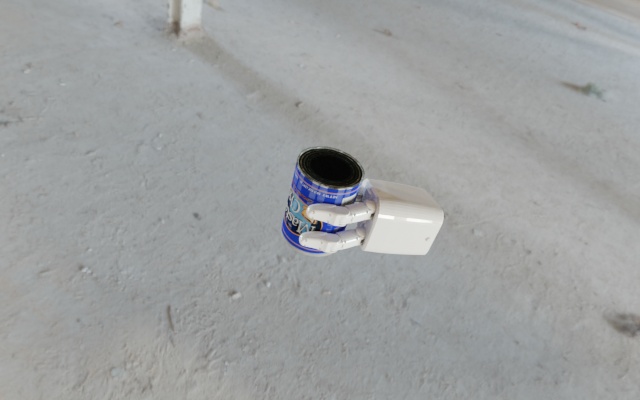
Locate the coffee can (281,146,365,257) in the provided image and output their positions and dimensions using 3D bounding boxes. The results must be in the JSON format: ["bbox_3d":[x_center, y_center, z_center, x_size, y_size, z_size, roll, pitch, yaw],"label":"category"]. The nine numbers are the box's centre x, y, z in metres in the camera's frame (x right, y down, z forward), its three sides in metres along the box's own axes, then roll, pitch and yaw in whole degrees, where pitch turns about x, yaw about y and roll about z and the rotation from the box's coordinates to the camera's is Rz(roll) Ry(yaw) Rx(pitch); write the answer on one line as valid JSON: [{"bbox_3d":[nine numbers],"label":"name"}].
[{"bbox_3d":[0.000,0.002,0.740,0.103,0.140,0.102,10,39,-8],"label":"coffee can"}]
